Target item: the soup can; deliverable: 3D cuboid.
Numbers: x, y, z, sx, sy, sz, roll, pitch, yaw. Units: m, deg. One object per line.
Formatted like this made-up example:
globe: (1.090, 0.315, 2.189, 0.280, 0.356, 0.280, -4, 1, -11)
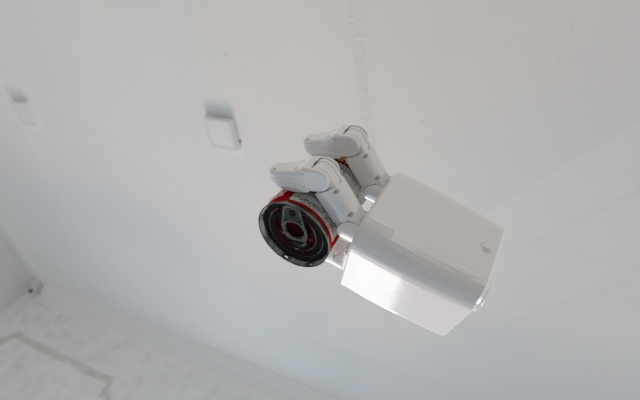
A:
soup can: (0.000, 0.001, 0.430, 0.068, 0.068, 0.102, 0, 34, 34)
